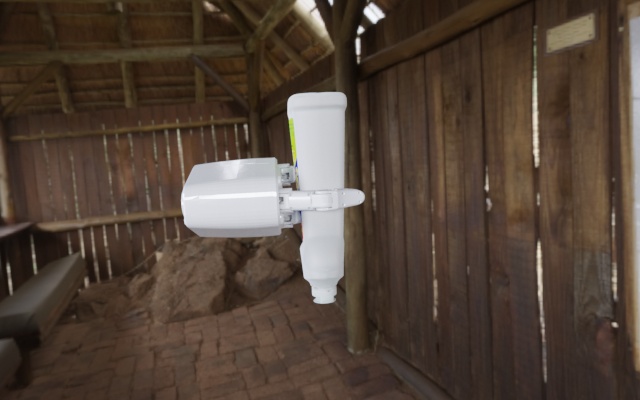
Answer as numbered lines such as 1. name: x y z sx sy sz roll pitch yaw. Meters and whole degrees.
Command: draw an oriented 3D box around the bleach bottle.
1. bleach bottle: 0.000 0.002 0.582 0.068 0.251 0.102 -3 5 -5
